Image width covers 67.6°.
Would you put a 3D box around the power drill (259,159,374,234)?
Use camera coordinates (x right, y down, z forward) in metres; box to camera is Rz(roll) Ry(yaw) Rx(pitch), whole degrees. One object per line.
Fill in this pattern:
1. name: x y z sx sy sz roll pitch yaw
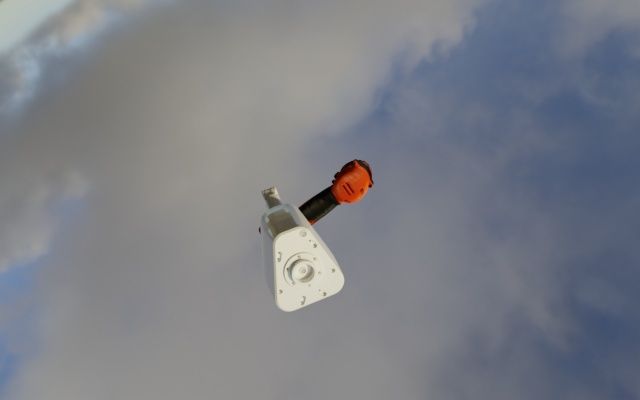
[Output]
1. power drill: 0.000 0.003 0.759 0.188 0.057 0.184 -37 2 15
